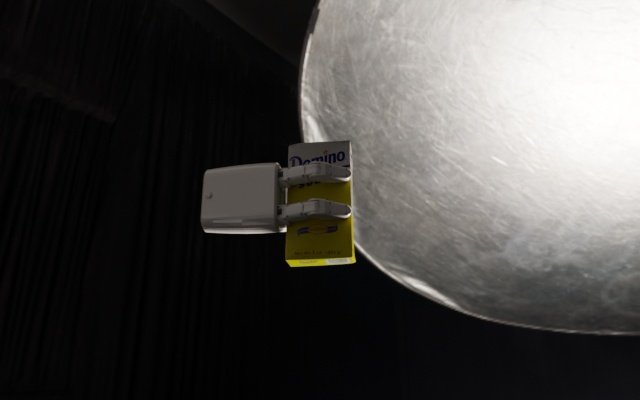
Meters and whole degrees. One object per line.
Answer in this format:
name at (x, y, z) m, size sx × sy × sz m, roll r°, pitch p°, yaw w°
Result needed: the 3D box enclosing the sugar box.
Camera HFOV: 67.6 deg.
sugar box at (0.000, 0.002, 0.676) m, size 0.093 × 0.176 × 0.048 m, roll -4°, pitch -20°, yaw 7°
